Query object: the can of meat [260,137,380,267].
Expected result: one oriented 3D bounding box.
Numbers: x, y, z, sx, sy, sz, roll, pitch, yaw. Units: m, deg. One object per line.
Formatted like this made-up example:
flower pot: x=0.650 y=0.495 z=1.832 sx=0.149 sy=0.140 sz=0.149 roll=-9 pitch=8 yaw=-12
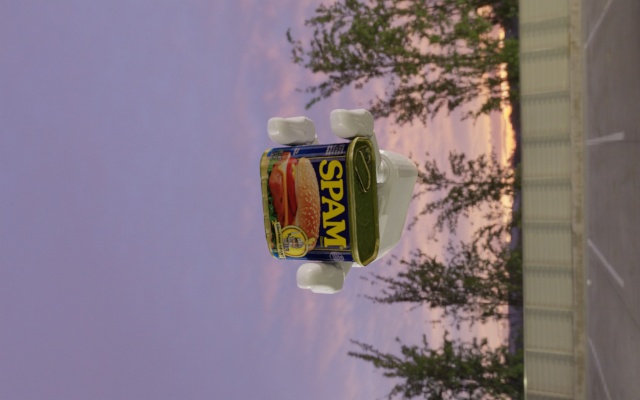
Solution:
can of meat: x=0.000 y=0.001 z=0.400 sx=0.084 sy=0.102 sz=0.057 roll=-1 pitch=6 yaw=24
